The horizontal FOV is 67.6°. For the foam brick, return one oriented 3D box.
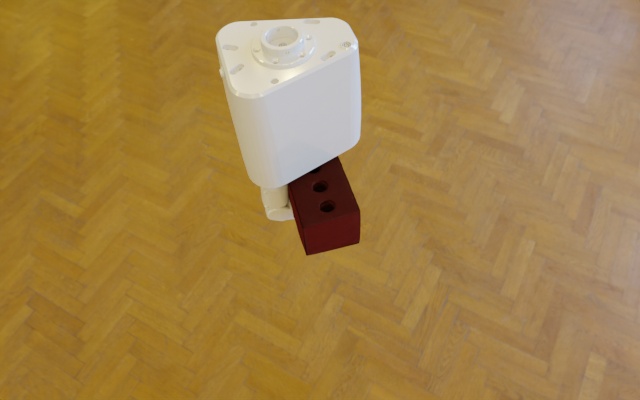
[{"bbox_3d":[0.000,0.002,0.438,0.053,0.078,0.051,-15,-34,-8],"label":"foam brick"}]
